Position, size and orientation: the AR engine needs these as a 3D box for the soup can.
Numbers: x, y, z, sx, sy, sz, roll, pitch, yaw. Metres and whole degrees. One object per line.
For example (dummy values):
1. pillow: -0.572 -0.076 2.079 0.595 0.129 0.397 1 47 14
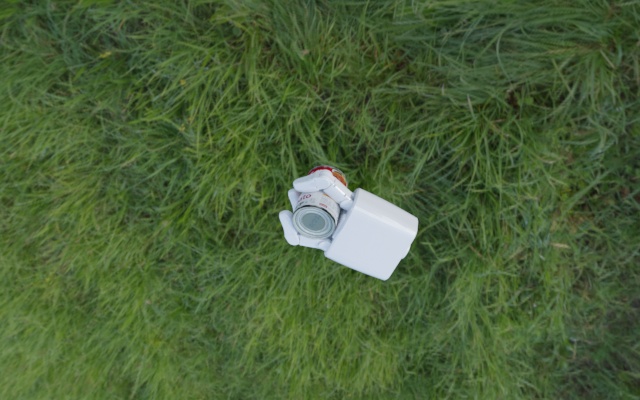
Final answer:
1. soup can: 0.000 0.002 0.736 0.068 0.069 0.102 0 39 16
